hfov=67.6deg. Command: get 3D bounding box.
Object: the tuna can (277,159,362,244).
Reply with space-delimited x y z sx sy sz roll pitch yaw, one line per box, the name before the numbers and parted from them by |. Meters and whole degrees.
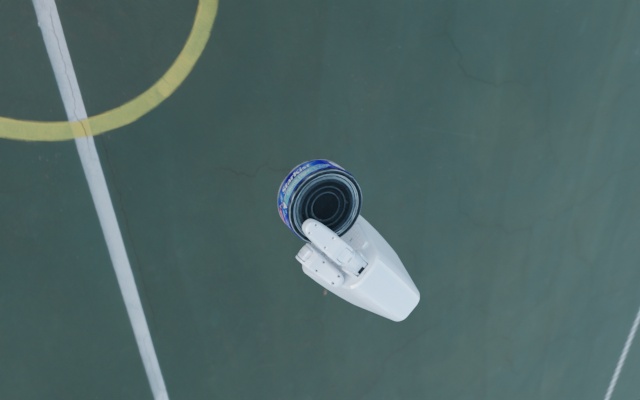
tuna can | 0.000 0.002 0.500 0.086 0.086 0.033 0 21 -26
